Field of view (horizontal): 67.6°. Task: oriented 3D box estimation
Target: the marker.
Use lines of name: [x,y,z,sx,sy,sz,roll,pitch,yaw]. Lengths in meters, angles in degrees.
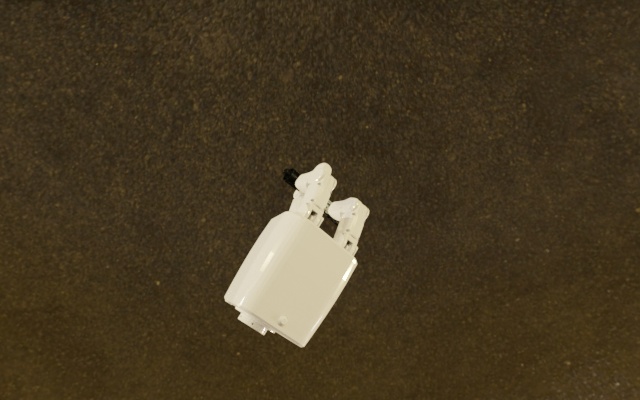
marker: [0.000,0.002,0.578,0.121,0.020,0.020,41,-20,-26]
